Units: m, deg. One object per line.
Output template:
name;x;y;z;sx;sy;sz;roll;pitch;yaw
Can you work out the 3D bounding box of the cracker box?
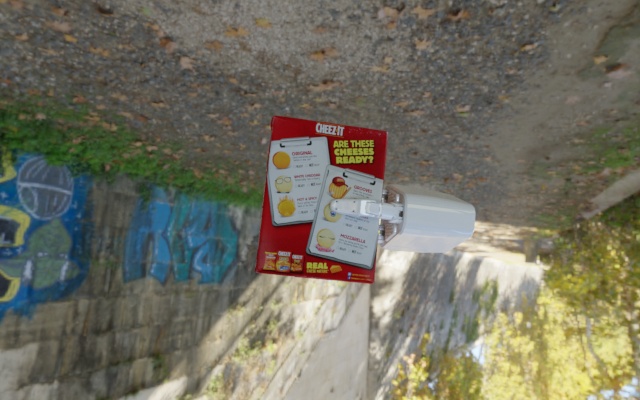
cracker box;0.000;0.002;0.673;0.164;0.213;0.072;7;-6;-10
